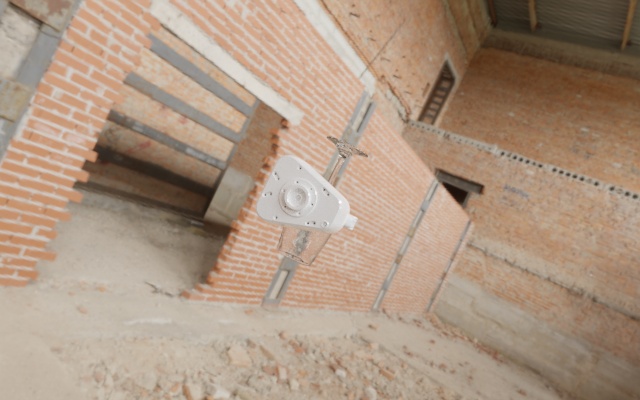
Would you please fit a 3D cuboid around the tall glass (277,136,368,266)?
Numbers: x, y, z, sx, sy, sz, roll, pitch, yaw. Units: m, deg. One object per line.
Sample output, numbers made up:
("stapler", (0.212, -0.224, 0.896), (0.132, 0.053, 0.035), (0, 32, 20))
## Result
("tall glass", (0.000, 0.002, 0.768), (0.079, 0.201, 0.079), (26, 0, 0))
